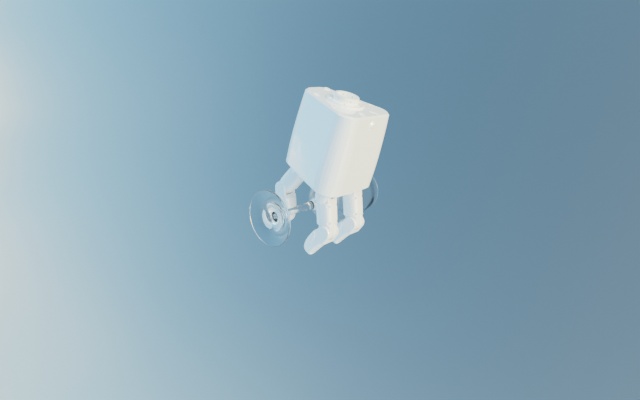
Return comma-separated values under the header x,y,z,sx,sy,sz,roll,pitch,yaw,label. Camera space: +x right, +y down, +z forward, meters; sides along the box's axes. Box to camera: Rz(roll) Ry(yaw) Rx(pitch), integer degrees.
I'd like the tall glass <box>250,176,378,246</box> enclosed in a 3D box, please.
x,y,z,sx,sy,sz,roll,pitch,yaw,label
0.000,0.002,0.677,0.079,0.079,0.201,0,12,42,tall glass
